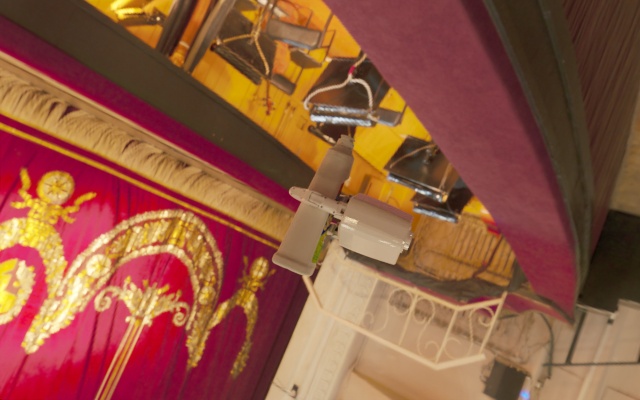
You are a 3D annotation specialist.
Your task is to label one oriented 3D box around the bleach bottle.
[{"bbox_3d":[0.000,0.003,0.825,0.068,0.251,0.102,22,-6,10],"label":"bleach bottle"}]
